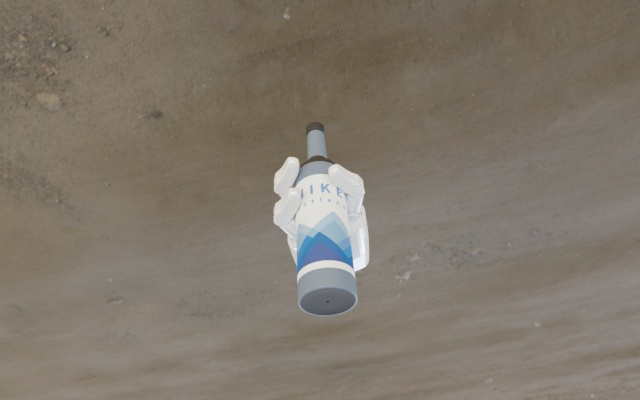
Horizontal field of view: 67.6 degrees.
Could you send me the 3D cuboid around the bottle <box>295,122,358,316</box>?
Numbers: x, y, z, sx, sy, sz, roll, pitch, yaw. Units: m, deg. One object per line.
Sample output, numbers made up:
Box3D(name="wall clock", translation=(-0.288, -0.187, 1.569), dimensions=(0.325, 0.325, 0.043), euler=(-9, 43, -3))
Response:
Box3D(name="bottle", translation=(0.000, 0.002, 0.625), dimensions=(0.069, 0.295, 0.069), euler=(-2, -41, -2))
